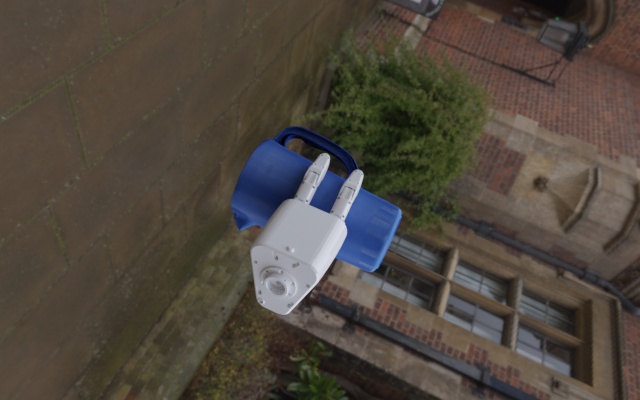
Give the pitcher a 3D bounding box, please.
[{"bbox_3d":[0.000,0.003,0.738,0.243,0.149,0.145,25,36,7],"label":"pitcher"}]
